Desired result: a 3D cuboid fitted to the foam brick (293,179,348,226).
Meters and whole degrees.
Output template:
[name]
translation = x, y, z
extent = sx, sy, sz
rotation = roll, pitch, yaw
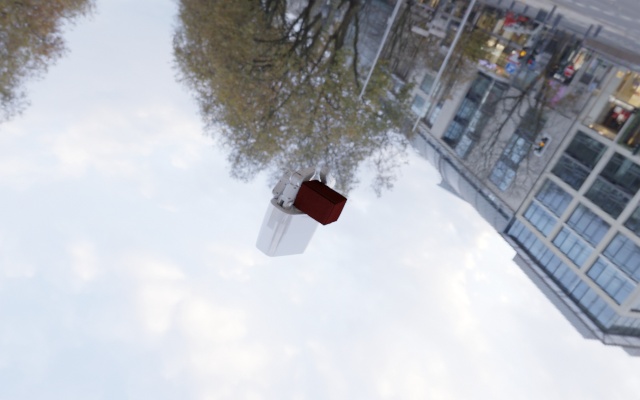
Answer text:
[foam brick]
translation = 0.000, 0.003, 0.880
extent = 0.078, 0.051, 0.053
rotation = 33, 23, 22
